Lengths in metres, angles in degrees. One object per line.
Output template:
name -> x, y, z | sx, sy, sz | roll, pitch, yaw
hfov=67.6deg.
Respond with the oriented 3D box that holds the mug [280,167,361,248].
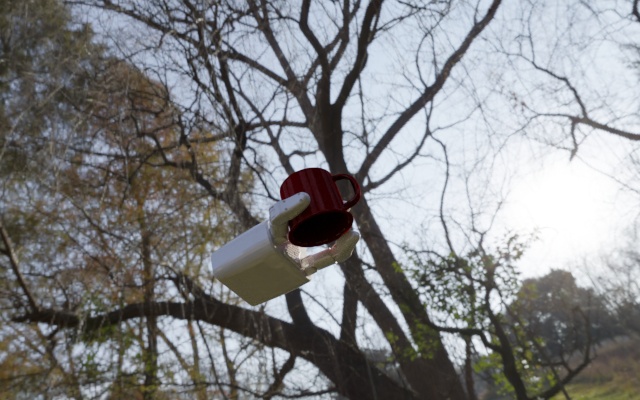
mug -> 0.001, 0.001, 0.667 | 0.117, 0.081, 0.093 | -29, -33, 14
